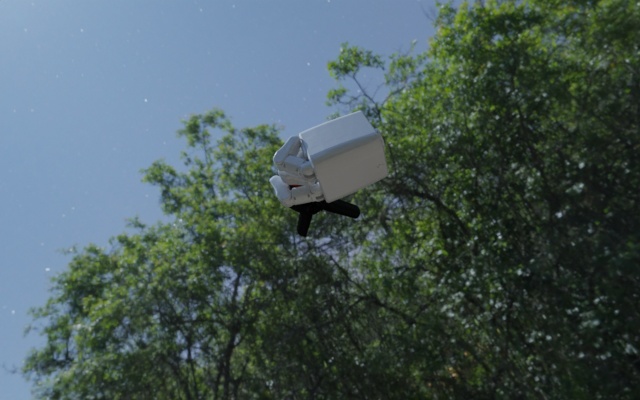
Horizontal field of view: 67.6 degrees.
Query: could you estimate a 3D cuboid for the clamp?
[{"bbox_3d":[0.000,0.002,0.810,0.120,0.039,0.172,-20,-33,1],"label":"clamp"}]
